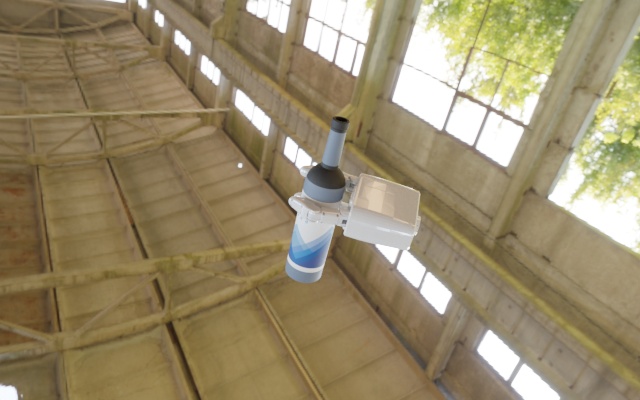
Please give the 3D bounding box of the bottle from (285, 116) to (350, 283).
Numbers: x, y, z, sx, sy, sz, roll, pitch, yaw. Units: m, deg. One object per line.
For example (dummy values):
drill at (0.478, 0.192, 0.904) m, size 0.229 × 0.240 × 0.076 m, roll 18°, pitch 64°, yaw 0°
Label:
bottle at (0.000, 0.003, 0.792) m, size 0.069 × 0.296 × 0.069 m, roll 11°, pitch 29°, yaw -6°
